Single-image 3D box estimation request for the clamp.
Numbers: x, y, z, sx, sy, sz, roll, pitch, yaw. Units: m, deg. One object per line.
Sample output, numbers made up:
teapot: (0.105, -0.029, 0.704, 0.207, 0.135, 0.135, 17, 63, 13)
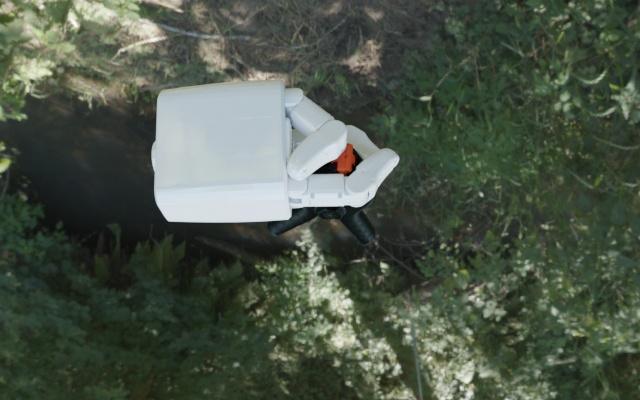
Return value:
clamp: (0.000, 0.002, 0.477, 0.120, 0.039, 0.172, -3, -31, 0)
